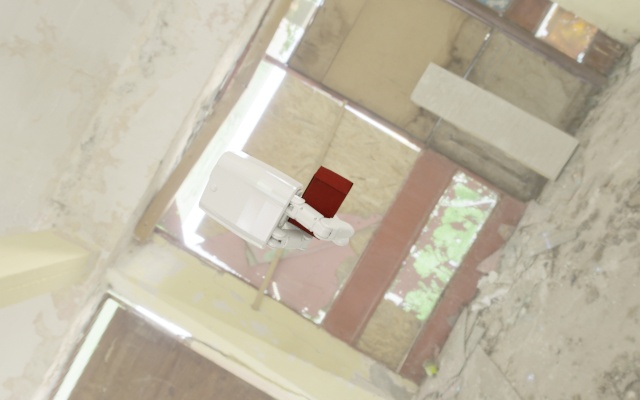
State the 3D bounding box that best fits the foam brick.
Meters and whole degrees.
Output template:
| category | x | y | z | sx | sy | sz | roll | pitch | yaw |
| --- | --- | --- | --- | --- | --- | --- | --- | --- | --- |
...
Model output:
| category | x | y | z | sx | sy | sz | roll | pitch | yaw |
| --- | --- | --- | --- | --- | --- | --- | --- | --- | --- |
| foam brick | 0.000 | 0.002 | 0.638 | 0.051 | 0.078 | 0.053 | 31 | 23 | 2 |
